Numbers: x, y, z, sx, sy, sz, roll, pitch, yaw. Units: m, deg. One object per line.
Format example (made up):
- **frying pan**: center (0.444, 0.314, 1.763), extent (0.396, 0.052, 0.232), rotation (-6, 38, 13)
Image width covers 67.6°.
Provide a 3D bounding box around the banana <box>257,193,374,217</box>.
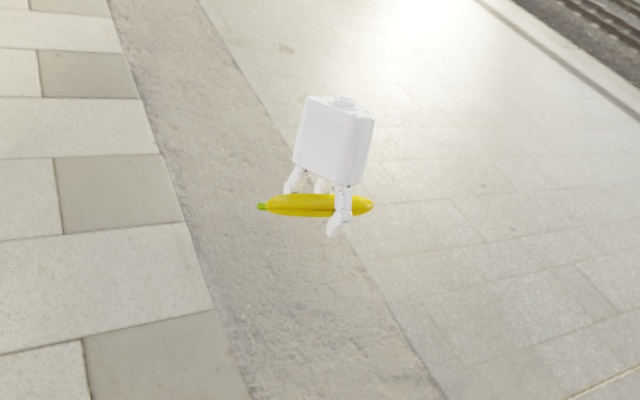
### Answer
- **banana**: center (0.001, 0.006, 0.765), extent (0.198, 0.037, 0.069), rotation (2, 10, -15)
